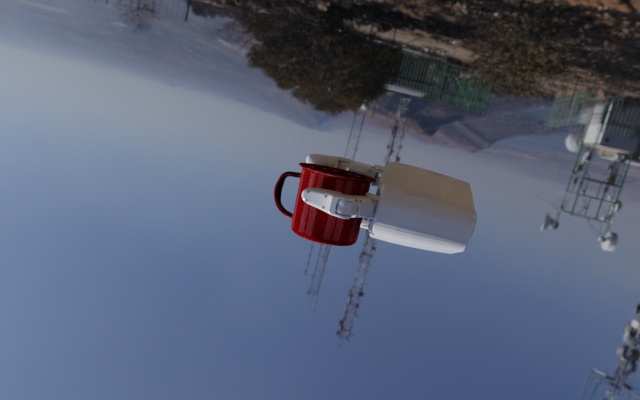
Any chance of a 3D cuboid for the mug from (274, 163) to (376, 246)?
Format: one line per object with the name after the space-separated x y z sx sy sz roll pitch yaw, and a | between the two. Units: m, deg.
-0.001 0.002 0.568 0.117 0.081 0.093 13 9 8 | mug
